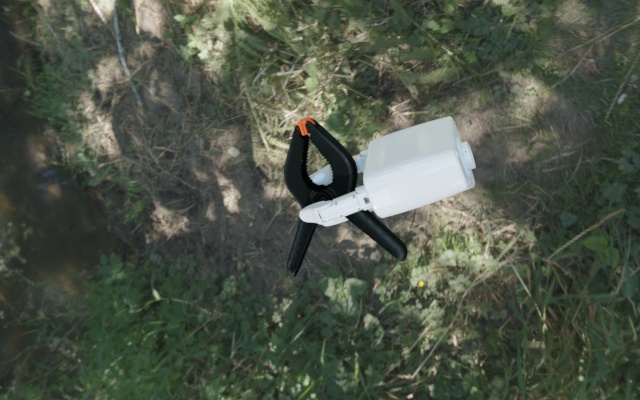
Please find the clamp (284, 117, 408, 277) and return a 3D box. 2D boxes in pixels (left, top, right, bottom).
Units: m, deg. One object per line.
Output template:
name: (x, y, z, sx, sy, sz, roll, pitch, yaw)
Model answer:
clamp: (0.000, 0.002, 0.607, 0.164, 0.210, 0.036, -19, 12, 20)
